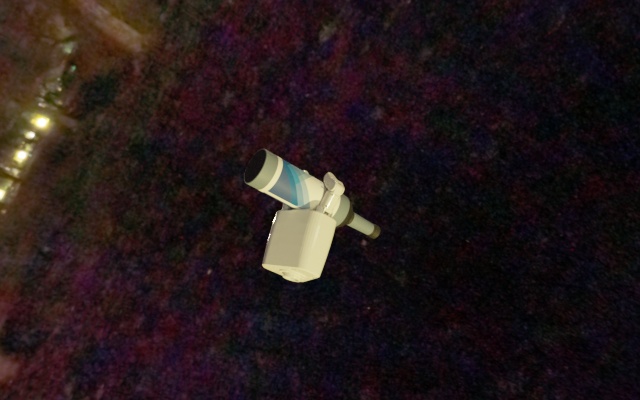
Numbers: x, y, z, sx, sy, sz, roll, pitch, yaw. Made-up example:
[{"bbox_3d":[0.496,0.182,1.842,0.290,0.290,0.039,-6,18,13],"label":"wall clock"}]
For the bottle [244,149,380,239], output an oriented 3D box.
[{"bbox_3d":[0.000,0.003,0.879,0.296,0.069,0.069,29,-16,-31],"label":"bottle"}]
